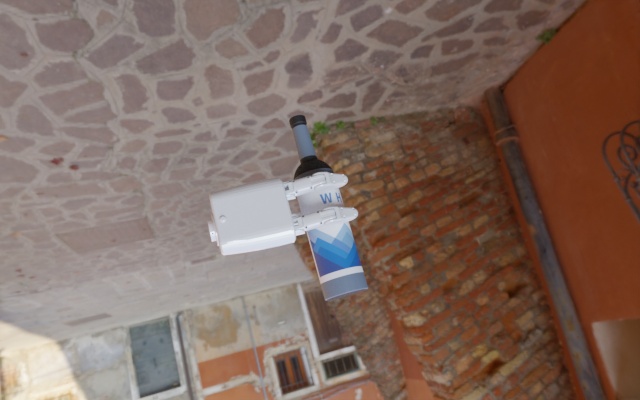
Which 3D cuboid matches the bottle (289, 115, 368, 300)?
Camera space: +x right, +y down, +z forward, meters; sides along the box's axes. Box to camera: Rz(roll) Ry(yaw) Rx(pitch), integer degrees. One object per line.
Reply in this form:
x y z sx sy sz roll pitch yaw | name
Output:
0.000 0.003 0.744 0.069 0.295 0.069 -15 -15 -4 | bottle
